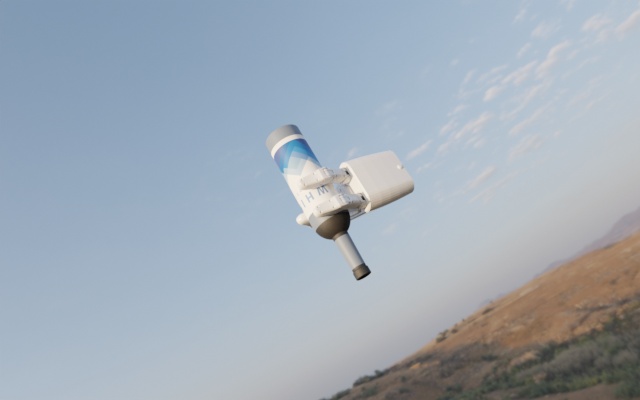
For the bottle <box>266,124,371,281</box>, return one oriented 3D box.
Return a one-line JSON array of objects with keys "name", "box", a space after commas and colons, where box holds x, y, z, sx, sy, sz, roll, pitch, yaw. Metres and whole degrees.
[{"name": "bottle", "box": [0.000, 0.002, 0.813, 0.069, 0.295, 0.069, -26, -21, -11]}]
